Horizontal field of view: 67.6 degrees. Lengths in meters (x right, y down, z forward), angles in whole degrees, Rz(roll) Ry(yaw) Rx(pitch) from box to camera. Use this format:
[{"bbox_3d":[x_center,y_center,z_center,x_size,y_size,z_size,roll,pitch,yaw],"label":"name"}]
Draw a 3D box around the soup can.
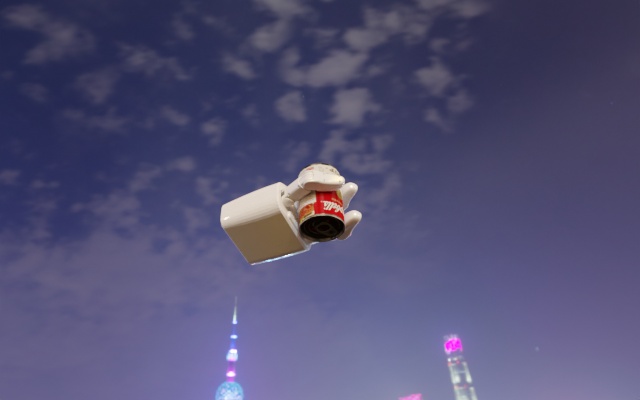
[{"bbox_3d":[0.001,0.002,0.721,0.068,0.102,0.069,-2,-39,-2],"label":"soup can"}]
